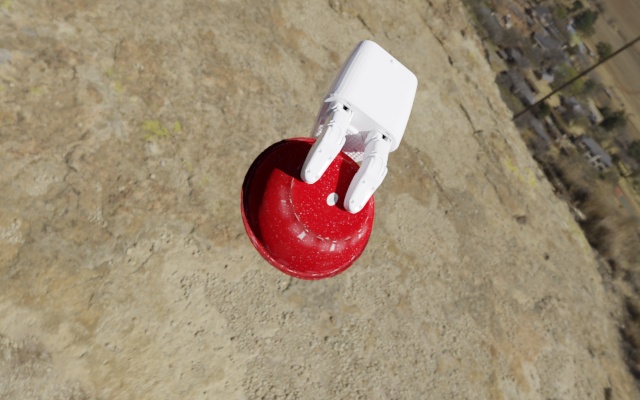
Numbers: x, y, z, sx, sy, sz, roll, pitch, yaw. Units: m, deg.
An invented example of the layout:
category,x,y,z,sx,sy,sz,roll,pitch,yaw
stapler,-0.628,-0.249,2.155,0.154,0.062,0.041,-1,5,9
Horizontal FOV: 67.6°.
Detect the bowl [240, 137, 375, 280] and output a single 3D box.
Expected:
category,x,y,z,sx,sy,sz,roll,pitch,yaw
bowl,0.000,0.003,0.507,0.162,0.162,0.055,0,-12,-26
